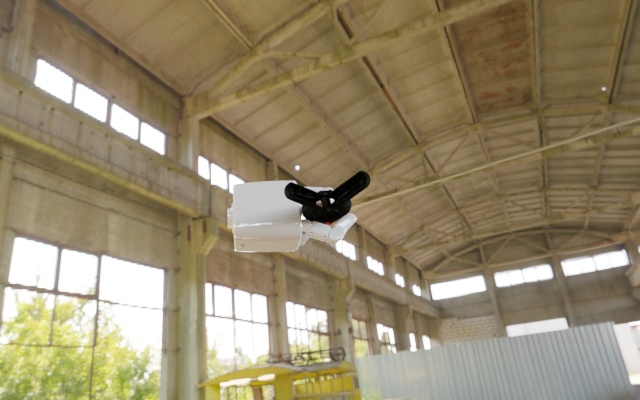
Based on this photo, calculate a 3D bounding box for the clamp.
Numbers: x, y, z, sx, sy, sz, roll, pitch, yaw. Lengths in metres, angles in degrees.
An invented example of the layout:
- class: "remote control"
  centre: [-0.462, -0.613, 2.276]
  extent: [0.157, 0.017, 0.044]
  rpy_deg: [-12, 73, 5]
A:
- class: "clamp"
  centre: [0.000, 0.002, 0.724]
  extent: [0.120, 0.039, 0.171]
  rpy_deg: [-1, -23, -9]
